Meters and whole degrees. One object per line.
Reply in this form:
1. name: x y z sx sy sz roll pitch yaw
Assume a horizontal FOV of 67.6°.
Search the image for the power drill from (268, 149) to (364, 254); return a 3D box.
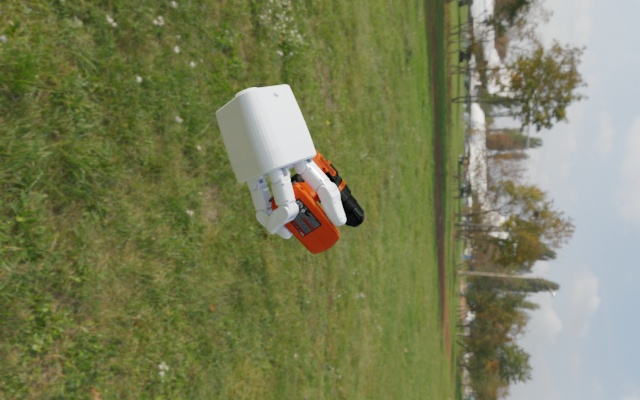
1. power drill: 0.000 0.002 0.737 0.057 0.184 0.187 -37 15 21
